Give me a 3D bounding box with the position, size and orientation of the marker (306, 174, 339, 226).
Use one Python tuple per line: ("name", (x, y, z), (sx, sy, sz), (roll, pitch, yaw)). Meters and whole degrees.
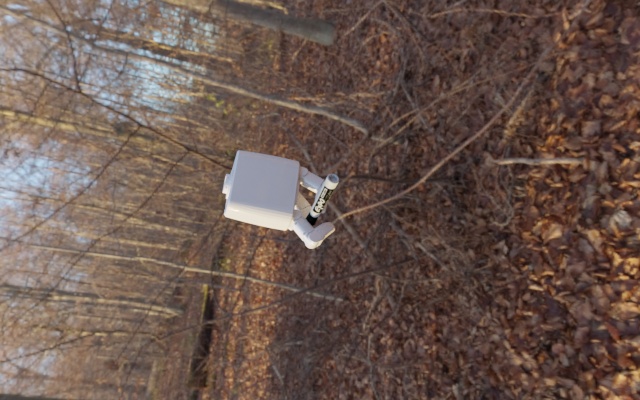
("marker", (0.000, 0.002, 0.749), (0.020, 0.020, 0.121), (0, -36, -23))
